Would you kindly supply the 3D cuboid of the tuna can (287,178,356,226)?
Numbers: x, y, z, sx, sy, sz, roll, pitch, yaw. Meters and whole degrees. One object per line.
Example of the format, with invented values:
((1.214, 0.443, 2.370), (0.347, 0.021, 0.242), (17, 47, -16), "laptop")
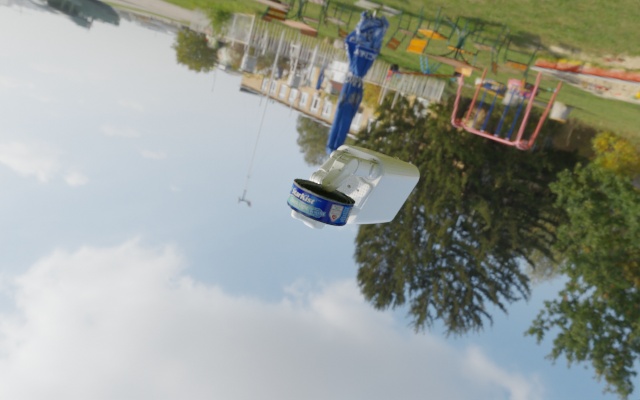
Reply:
((0.000, 0.003, 0.625), (0.086, 0.034, 0.086), (20, 11, -4), "tuna can")
